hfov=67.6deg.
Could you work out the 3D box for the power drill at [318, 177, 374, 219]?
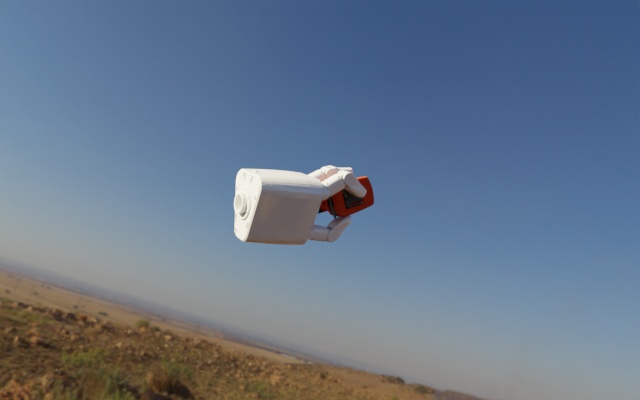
[{"bbox_3d":[0.000,0.003,0.861,0.187,0.057,0.184,-13,5,41],"label":"power drill"}]
